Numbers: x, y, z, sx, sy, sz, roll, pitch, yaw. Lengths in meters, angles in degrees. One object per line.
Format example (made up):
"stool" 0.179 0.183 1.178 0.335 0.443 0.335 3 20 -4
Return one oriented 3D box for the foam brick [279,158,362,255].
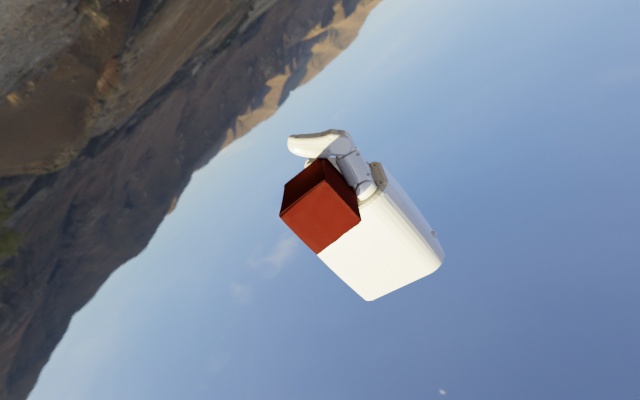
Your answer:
"foam brick" 0.000 0.002 0.436 0.053 0.051 0.078 -37 17 14
